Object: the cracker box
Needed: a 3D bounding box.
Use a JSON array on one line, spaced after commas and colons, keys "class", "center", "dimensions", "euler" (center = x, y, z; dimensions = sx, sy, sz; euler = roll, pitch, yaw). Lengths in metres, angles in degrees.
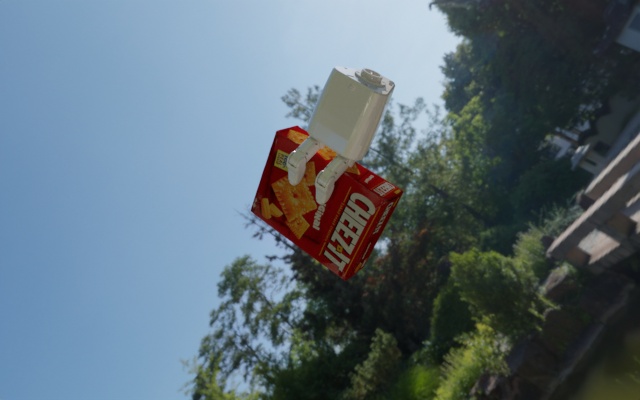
[{"class": "cracker box", "center": [0.000, 0.002, 0.776], "dimensions": [0.213, 0.164, 0.072], "euler": [35, 31, 19]}]
